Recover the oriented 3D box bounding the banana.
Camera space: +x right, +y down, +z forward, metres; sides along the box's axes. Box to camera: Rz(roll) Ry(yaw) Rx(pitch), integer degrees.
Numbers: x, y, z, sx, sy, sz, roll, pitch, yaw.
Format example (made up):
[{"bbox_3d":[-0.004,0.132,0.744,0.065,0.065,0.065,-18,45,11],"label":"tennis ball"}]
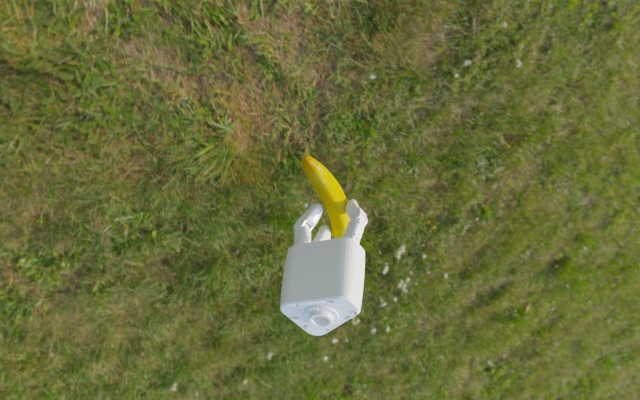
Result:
[{"bbox_3d":[0.017,0.009,0.799,0.069,0.198,0.037,13,50,28],"label":"banana"}]
